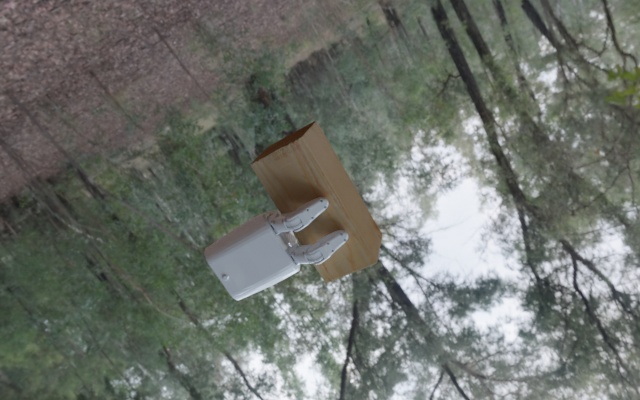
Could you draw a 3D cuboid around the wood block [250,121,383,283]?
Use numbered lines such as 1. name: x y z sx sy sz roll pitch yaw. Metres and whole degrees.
1. wood block: 0.000 0.002 0.696 0.090 0.206 0.090 -25 16 21
